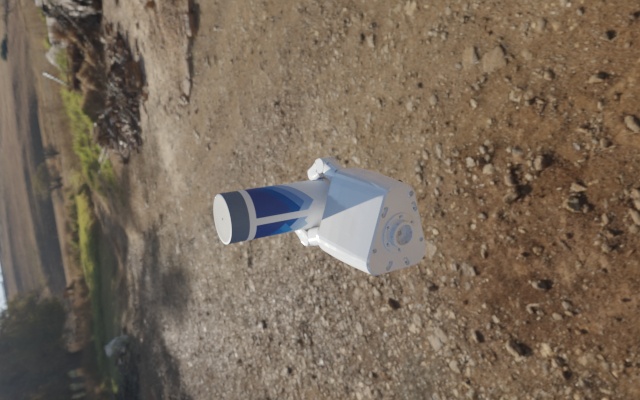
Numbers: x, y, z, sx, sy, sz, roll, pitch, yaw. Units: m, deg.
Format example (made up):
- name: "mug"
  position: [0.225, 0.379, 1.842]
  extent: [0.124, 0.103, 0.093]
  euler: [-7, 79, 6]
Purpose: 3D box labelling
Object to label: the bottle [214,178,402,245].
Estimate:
- name: "bottle"
  position: [0.000, 0.002, 0.683]
  extent: [0.295, 0.069, 0.069]
  euler: [-10, 5, -30]
